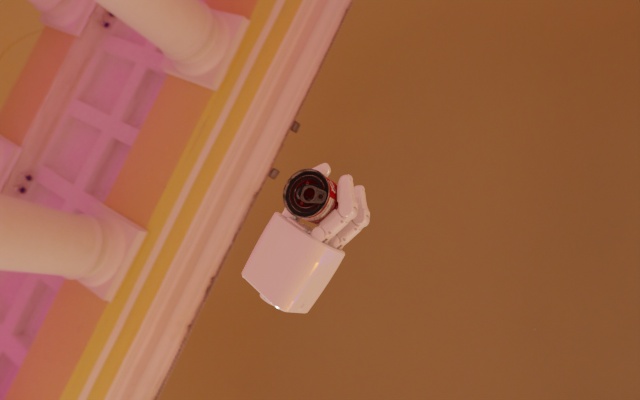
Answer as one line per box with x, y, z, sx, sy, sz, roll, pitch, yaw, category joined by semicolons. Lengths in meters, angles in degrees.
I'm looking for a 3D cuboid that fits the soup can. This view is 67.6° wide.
0.000;0.002;0.674;0.068;0.068;0.102;0;-14;24;soup can
